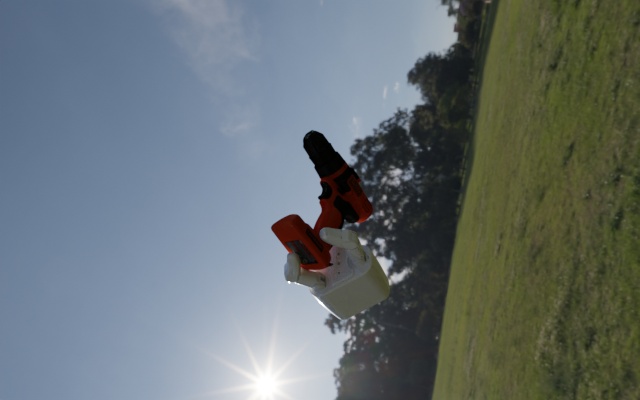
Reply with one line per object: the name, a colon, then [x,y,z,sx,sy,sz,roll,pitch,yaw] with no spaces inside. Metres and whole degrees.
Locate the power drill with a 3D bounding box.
power drill: [0.000,0.003,0.765,0.057,0.184,0.187,-15,30,44]
